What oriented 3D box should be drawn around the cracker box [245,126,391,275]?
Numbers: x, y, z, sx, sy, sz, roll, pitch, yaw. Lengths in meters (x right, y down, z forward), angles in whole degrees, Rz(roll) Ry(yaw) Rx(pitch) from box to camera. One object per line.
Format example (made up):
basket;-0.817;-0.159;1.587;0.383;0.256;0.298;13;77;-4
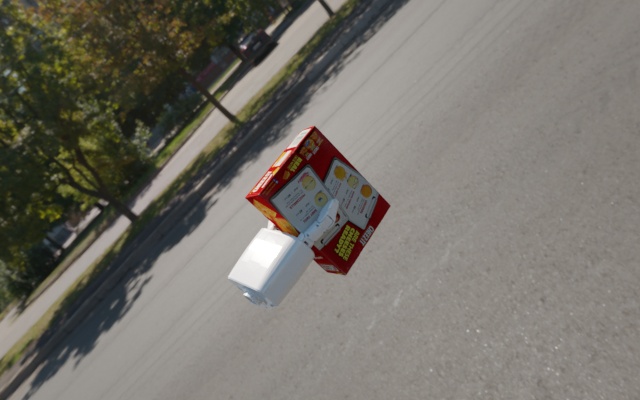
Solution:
cracker box;0.000;0.003;0.846;0.214;0.164;0.072;45;-23;-20
